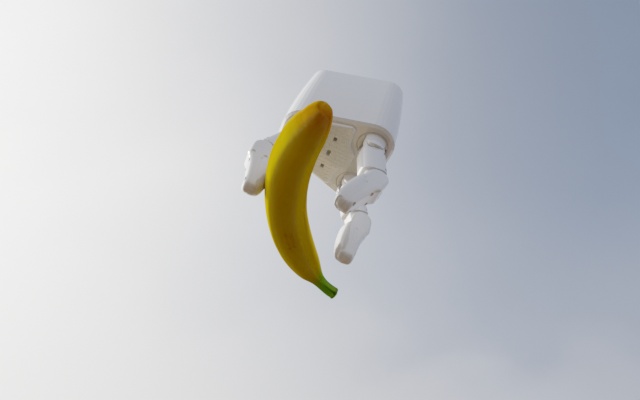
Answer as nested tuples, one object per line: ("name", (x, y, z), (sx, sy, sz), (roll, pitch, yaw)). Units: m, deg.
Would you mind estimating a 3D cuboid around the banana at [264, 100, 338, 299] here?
("banana", (-0.017, 0.001, 0.409), (0.069, 0.198, 0.037), (10, 40, 18))
